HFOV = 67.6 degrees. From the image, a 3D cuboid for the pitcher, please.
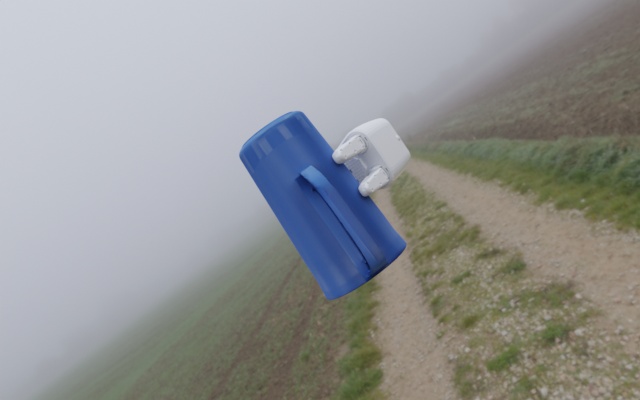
[{"bbox_3d":[0.000,0.002,0.645,0.149,0.243,0.145,-34,2,37],"label":"pitcher"}]
